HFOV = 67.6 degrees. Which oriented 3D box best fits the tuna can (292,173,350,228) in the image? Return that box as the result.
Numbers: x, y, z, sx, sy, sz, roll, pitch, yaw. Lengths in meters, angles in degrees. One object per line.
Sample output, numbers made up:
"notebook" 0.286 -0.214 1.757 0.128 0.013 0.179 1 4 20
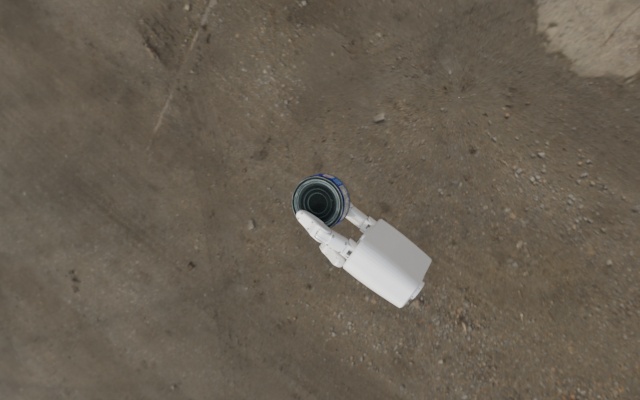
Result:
"tuna can" 0.000 0.002 0.729 0.086 0.086 0.033 0 8 21
